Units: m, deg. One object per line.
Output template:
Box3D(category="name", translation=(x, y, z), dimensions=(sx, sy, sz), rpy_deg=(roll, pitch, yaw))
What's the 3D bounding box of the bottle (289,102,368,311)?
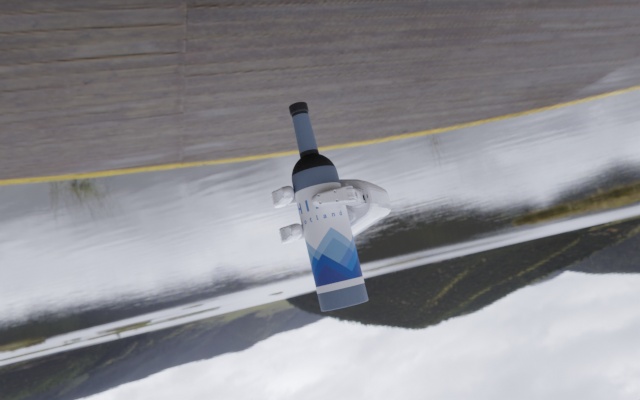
Box3D(category="bottle", translation=(0.000, 0.002, 0.674), dimensions=(0.069, 0.295, 0.069), rpy_deg=(-13, -9, -2))
